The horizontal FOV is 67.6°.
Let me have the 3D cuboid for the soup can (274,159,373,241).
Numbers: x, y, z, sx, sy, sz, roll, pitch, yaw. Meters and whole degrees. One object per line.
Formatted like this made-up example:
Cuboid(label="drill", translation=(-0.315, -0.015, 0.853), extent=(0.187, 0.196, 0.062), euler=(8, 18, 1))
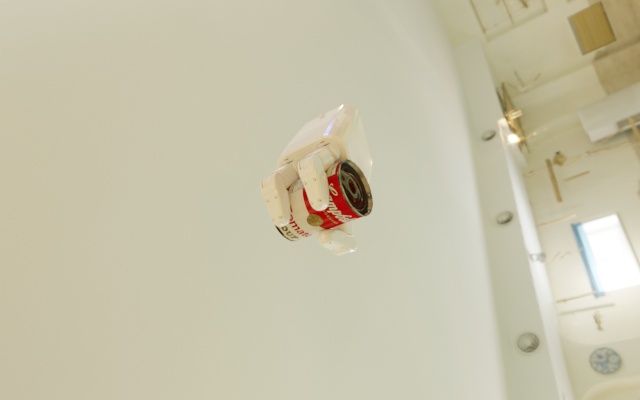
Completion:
Cuboid(label="soup can", translation=(0.000, 0.002, 0.558), extent=(0.102, 0.068, 0.068), euler=(-22, -11, 29))
